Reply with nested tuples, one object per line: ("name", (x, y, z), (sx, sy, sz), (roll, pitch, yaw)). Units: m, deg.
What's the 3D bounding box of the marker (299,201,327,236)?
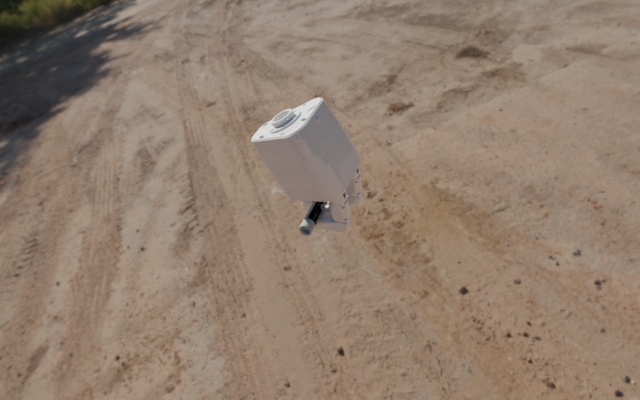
("marker", (0.000, 0.002, 0.686), (0.020, 0.020, 0.121), (0, 40, 28))
